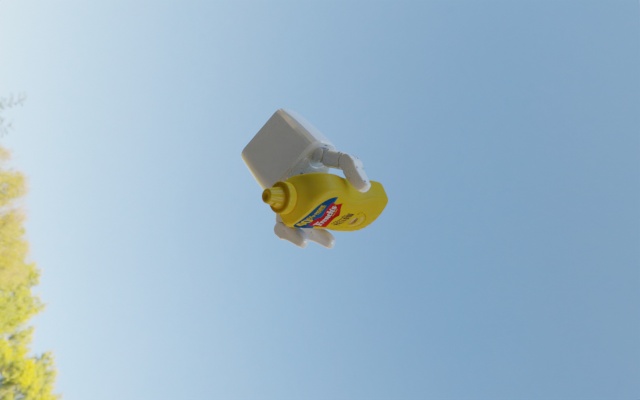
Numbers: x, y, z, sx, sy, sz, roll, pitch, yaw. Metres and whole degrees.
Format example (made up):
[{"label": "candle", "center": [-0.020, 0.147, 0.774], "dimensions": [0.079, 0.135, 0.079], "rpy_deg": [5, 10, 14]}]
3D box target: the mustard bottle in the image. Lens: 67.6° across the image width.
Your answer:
[{"label": "mustard bottle", "center": [0.000, 0.002, 0.642], "dimensions": [0.191, 0.058, 0.096], "rpy_deg": [8, -35, -46]}]
